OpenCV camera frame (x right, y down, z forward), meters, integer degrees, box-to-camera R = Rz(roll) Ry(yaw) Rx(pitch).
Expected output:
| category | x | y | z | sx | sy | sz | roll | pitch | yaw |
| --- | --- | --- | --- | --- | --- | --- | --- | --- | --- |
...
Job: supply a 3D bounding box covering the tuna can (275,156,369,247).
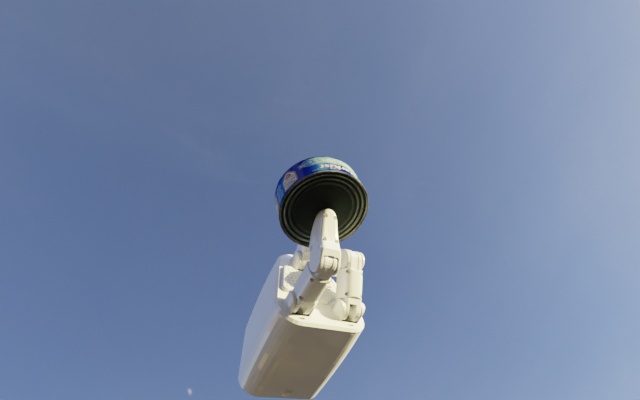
| category | x | y | z | sx | sy | sz | roll | pitch | yaw |
| --- | --- | --- | --- | --- | --- | --- | --- | --- | --- |
| tuna can | 0.000 | 0.001 | 0.455 | 0.086 | 0.086 | 0.033 | 0 | 33 | -16 |
